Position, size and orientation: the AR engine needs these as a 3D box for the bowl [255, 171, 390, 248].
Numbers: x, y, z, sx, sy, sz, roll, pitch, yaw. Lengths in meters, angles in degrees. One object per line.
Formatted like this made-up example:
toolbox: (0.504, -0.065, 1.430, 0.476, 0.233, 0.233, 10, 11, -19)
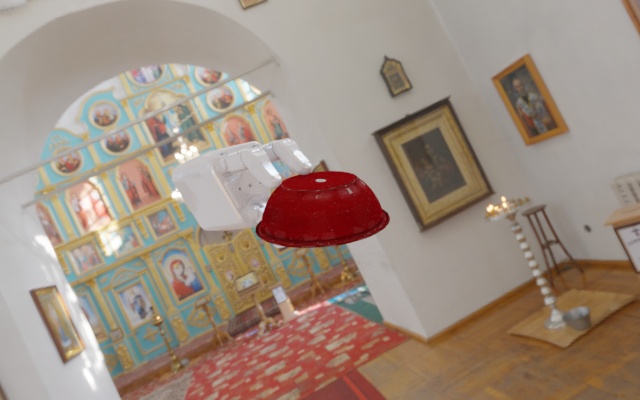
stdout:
bowl: (0.001, 0.001, 0.567, 0.162, 0.055, 0.162, -5, 16, 1)
